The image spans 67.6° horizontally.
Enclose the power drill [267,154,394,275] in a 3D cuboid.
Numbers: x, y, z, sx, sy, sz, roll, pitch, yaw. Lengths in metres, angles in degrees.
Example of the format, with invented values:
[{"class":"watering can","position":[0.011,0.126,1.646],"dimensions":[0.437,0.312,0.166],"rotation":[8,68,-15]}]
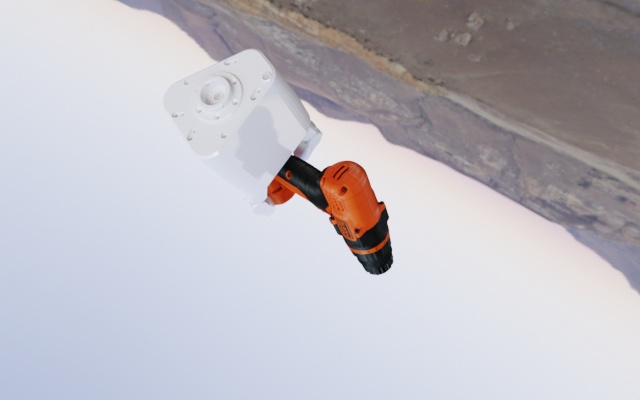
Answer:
[{"class":"power drill","position":[0.000,0.002,0.568],"dimensions":[0.187,0.057,0.185],"rotation":[26,-26,36]}]
